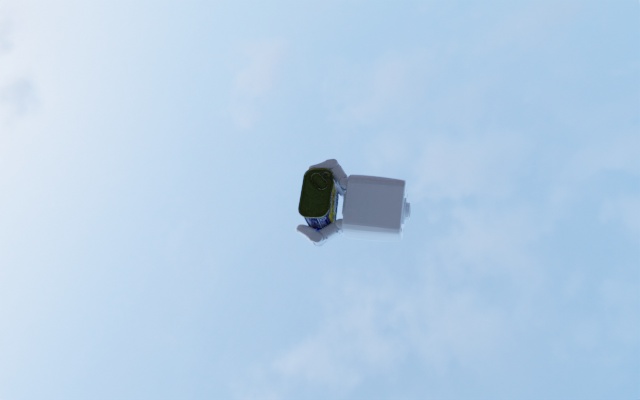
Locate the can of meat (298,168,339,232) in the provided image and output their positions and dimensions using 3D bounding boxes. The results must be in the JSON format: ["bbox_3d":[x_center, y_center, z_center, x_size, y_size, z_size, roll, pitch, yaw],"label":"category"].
[{"bbox_3d":[0.000,0.003,0.894,0.057,0.102,0.084,1,-26,14],"label":"can of meat"}]
